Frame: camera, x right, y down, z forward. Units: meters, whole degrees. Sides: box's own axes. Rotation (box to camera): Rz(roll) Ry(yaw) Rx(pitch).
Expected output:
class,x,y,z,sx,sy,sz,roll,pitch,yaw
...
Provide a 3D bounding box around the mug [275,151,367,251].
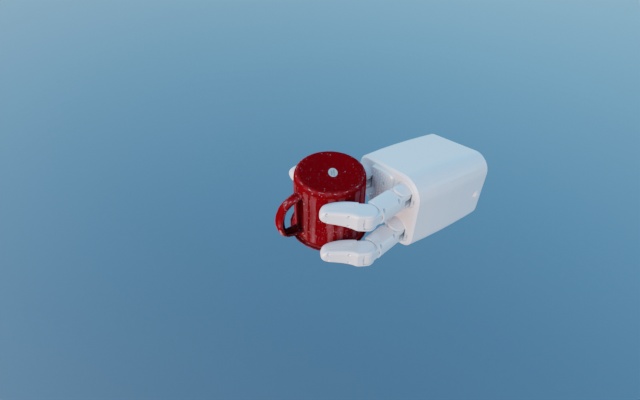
class,x,y,z,sx,sy,sz,roll,pitch,yaw
mug,-0.001,0.002,0.543,0.117,0.082,0.093,-23,47,-23
